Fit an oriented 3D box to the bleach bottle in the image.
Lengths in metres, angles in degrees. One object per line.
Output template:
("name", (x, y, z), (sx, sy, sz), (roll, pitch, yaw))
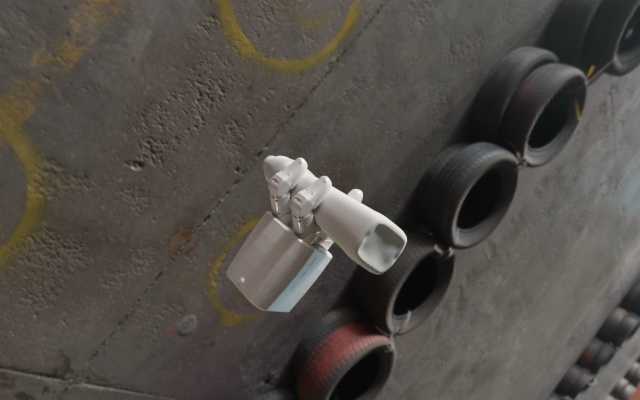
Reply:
("bleach bottle", (0.000, 0.002, 0.674), (0.250, 0.068, 0.103), (37, 0, 41))
